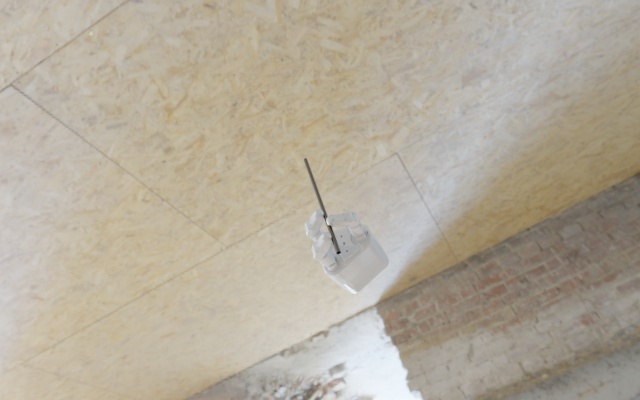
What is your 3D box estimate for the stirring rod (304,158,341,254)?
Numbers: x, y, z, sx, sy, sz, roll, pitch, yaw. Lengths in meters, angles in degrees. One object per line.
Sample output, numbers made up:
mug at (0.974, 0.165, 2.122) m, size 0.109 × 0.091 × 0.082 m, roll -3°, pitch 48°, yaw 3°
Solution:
stirring rod at (0.000, 0.003, 0.883) m, size 0.011 × 0.239 × 0.011 m, roll -11°, pitch -42°, yaw -10°
